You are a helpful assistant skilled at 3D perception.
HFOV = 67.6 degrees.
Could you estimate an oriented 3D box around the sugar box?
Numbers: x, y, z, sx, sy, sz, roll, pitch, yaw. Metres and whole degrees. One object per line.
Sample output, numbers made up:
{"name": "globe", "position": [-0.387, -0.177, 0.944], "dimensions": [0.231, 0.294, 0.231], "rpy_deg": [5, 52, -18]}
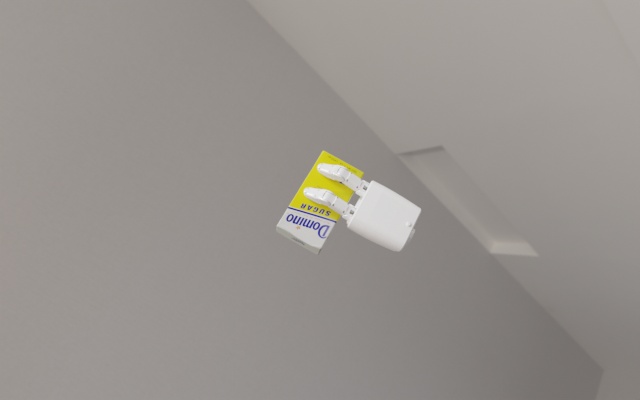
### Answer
{"name": "sugar box", "position": [0.000, 0.003, 0.896], "dimensions": [0.093, 0.176, 0.048], "rpy_deg": [28, -21, 4]}
